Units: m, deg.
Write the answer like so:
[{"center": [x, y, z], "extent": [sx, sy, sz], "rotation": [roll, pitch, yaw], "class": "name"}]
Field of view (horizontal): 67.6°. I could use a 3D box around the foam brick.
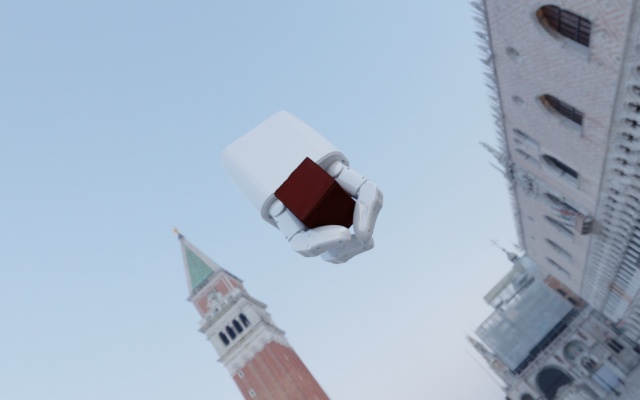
[{"center": [0.000, 0.001, 0.494], "extent": [0.051, 0.053, 0.078], "rotation": [43, 1, 34], "class": "foam brick"}]
